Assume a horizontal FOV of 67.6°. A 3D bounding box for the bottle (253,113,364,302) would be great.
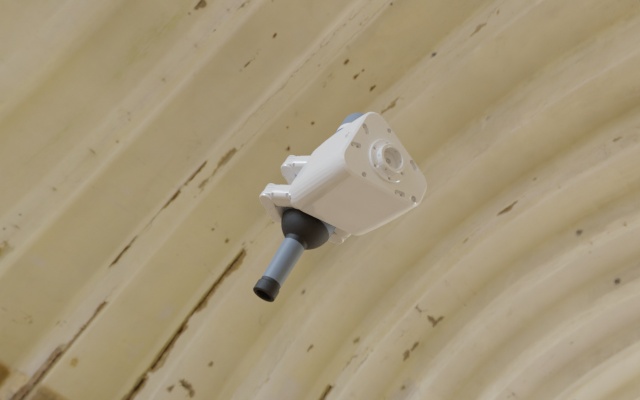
[{"bbox_3d":[0.000,0.002,0.613,0.069,0.295,0.069,20,-36,16],"label":"bottle"}]
